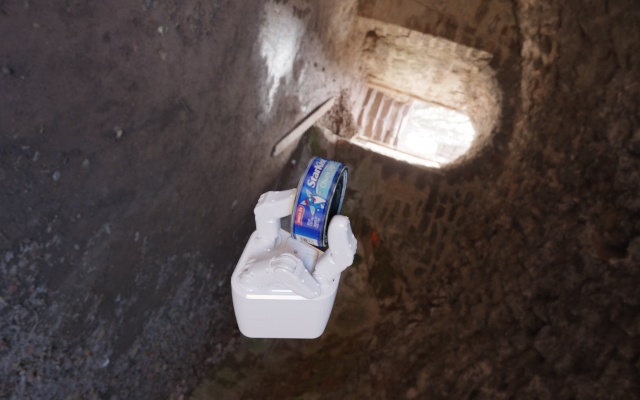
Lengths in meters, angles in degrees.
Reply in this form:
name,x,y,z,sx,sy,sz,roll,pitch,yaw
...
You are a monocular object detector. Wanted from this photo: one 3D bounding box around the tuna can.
name,x,y,z,sx,sy,sz,roll,pitch,yaw
tuna can,0.001,0.002,0.471,0.034,0.086,0.086,15,3,10
